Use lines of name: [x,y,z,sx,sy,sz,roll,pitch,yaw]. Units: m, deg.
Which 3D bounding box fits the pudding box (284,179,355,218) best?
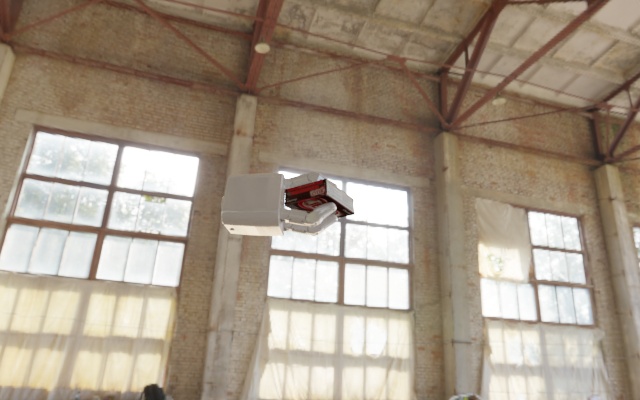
pudding box: [0.000,0.003,0.893,0.090,0.039,0.113,-13,-24,29]
